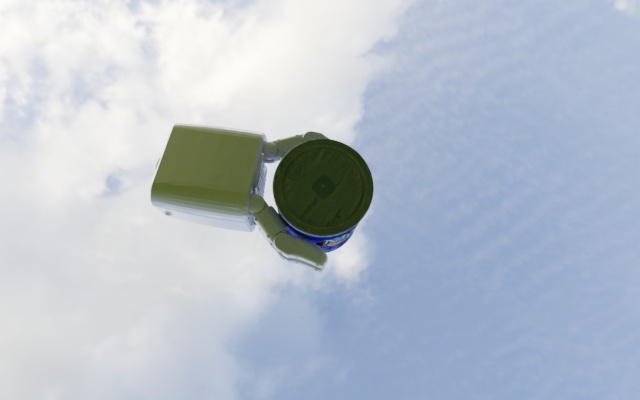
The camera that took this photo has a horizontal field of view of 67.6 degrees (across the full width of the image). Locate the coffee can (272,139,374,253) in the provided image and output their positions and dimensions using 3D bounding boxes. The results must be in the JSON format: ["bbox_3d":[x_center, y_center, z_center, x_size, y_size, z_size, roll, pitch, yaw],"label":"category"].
[{"bbox_3d":[0.000,0.002,0.549,0.103,0.102,0.140,0,-14,-2],"label":"coffee can"}]
